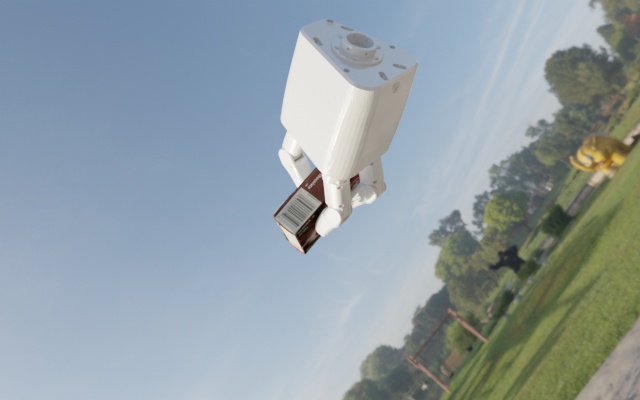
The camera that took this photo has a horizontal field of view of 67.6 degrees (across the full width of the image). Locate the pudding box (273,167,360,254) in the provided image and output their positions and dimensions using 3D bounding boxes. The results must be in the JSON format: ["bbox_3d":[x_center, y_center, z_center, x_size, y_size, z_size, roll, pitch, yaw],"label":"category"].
[{"bbox_3d":[0.000,0.002,0.561,0.039,0.113,0.090,40,-11,18],"label":"pudding box"}]
